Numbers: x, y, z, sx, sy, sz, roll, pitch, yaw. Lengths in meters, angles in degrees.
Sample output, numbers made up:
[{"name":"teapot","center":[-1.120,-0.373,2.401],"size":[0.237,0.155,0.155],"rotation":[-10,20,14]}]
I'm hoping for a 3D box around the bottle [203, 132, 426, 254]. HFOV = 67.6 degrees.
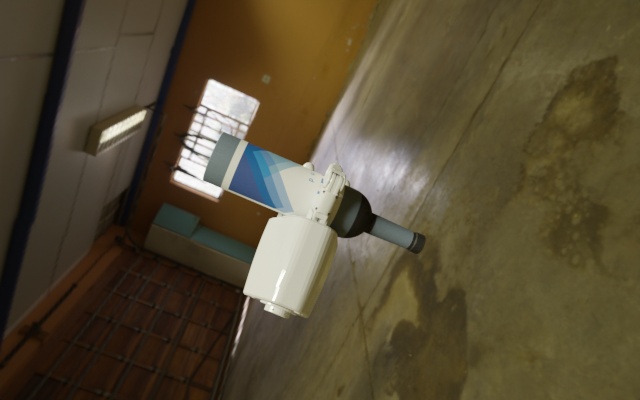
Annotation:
[{"name":"bottle","center":[0.000,0.002,0.616],"size":[0.296,0.069,0.069],"rotation":[23,-4,-9]}]
